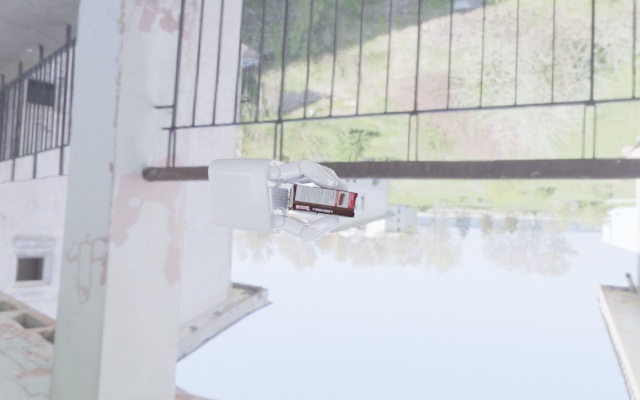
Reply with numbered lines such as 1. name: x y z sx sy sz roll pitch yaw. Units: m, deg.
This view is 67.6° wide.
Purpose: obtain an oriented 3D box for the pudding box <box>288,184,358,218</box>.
1. pudding box: 0.000 0.002 0.690 0.090 0.039 0.113 7 -1 -5
